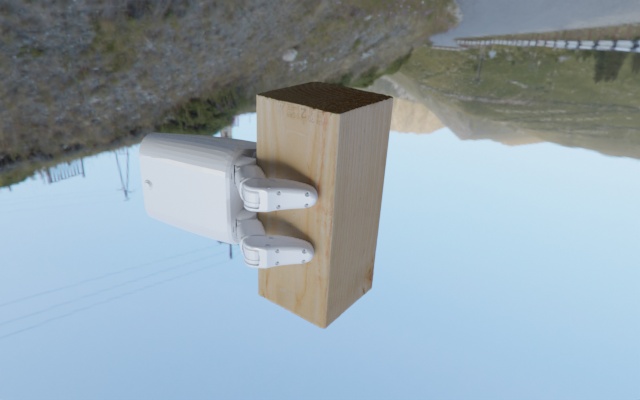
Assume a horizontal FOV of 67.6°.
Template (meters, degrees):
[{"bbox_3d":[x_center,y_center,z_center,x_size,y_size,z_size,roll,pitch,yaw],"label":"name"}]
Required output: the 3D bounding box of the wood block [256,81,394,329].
[{"bbox_3d":[0.000,0.001,0.457,0.090,0.206,0.091,20,30,31],"label":"wood block"}]
